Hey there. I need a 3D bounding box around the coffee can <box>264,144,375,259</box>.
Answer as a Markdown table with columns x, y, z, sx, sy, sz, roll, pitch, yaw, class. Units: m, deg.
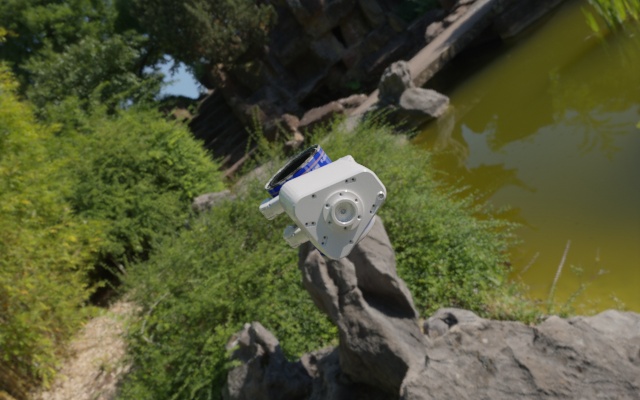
| x | y | z | sx | sy | sz | roll | pitch | yaw | class |
| --- | --- | --- | --- | --- | --- | --- | --- | --- | --- |
| 0.000 | 0.002 | 0.714 | 0.103 | 0.140 | 0.102 | -36 | 15 | 11 | coffee can |
